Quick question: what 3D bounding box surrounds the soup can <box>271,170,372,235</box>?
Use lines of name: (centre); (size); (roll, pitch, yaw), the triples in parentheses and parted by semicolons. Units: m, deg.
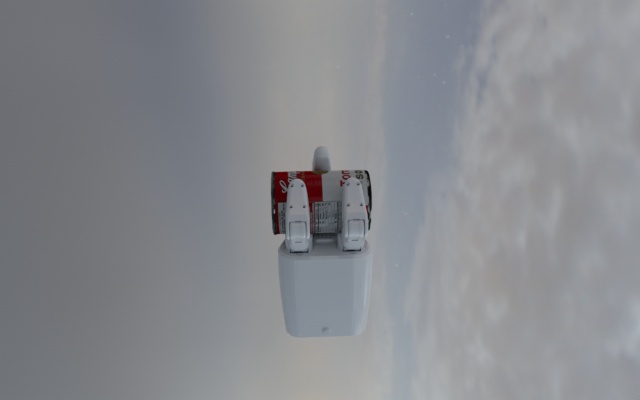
soup can: (0.000, 0.001, 0.509); (0.102, 0.068, 0.068); (-1, 0, -2)
